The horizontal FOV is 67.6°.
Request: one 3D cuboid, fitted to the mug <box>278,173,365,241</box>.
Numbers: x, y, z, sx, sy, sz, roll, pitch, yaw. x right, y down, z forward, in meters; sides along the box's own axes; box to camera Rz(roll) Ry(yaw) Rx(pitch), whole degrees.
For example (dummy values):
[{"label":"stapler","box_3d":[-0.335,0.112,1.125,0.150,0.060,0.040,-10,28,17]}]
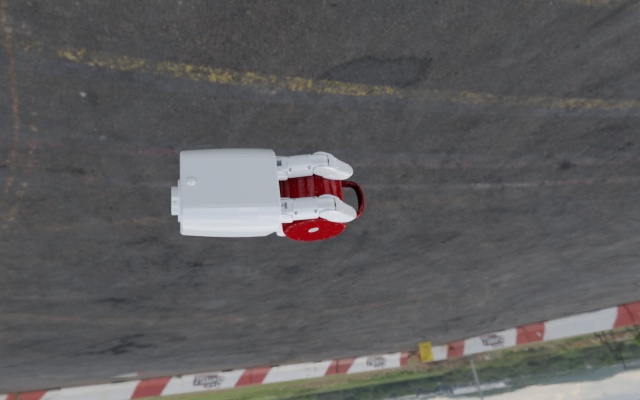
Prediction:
[{"label":"mug","box_3d":[0.002,0.002,0.616,0.117,0.081,0.093,-1,-24,-15]}]
